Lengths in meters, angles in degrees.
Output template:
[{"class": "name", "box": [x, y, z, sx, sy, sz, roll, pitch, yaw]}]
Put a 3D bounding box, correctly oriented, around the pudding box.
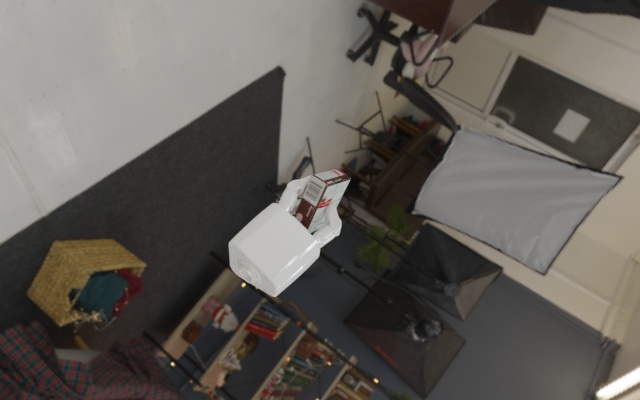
[{"class": "pudding box", "box": [0.000, 0.003, 0.860, 0.039, 0.113, 0.090, 36, 27, 19]}]
